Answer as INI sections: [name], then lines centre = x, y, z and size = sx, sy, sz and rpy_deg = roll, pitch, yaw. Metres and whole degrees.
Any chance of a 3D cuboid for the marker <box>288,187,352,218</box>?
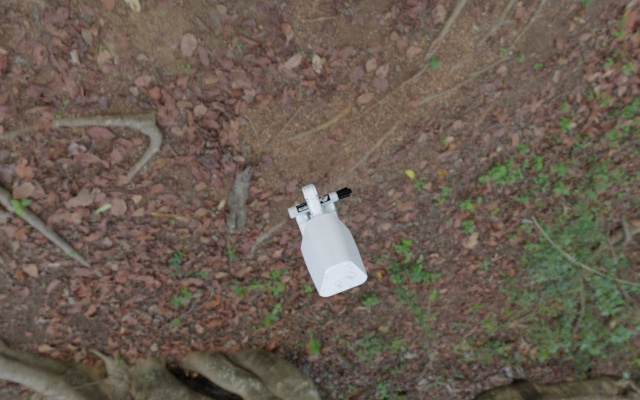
[marker]
centre = 0.000, 0.003, 0.872
size = 0.121, 0.020, 0.020
rpy_deg = -20, 1, -3
